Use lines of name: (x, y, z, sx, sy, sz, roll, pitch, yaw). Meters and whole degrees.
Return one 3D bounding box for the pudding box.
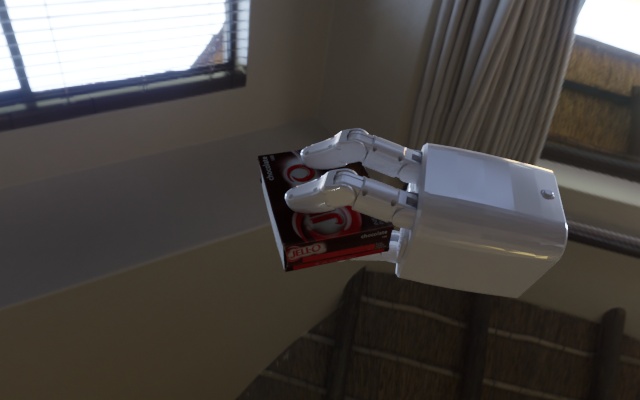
pudding box: (0.000, 0.001, 0.408, 0.090, 0.039, 0.113, -9, 43, -13)
